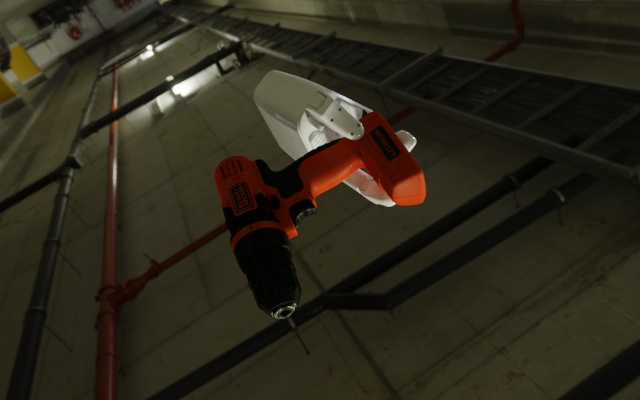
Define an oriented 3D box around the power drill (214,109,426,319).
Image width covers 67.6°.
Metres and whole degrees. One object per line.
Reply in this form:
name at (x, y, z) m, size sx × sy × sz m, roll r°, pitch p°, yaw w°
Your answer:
power drill at (0.000, 0.001, 0.456) m, size 0.187 × 0.184 × 0.057 m, roll -23°, pitch -36°, yaw -5°
